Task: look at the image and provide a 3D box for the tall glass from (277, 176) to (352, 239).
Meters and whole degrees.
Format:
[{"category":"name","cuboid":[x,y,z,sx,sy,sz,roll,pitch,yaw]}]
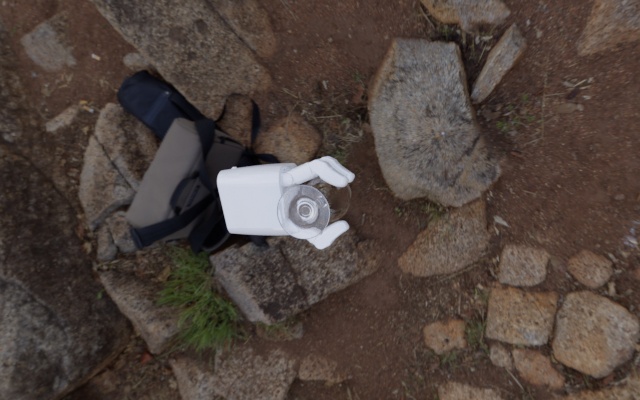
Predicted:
[{"category":"tall glass","cuboid":[0.000,0.003,0.736,0.079,0.079,0.201,0,8,14]}]
